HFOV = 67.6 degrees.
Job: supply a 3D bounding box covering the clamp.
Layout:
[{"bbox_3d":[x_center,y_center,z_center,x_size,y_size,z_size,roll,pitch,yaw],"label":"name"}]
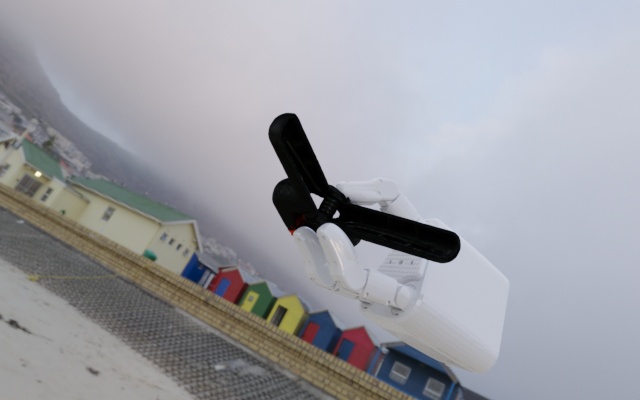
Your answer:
[{"bbox_3d":[0.000,0.001,0.417,0.164,0.036,0.210,39,-19,-15],"label":"clamp"}]
